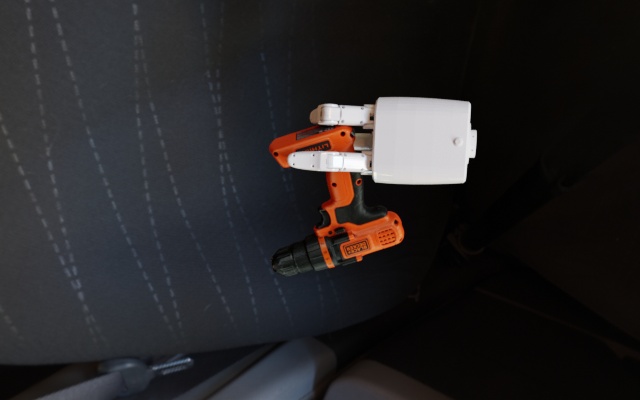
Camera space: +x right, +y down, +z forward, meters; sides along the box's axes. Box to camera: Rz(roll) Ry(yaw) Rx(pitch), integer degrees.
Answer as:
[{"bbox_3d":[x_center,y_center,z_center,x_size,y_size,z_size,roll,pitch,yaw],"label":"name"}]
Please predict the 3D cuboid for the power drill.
[{"bbox_3d":[0.000,0.002,0.620,0.184,0.188,0.057,-19,24,3],"label":"power drill"}]
